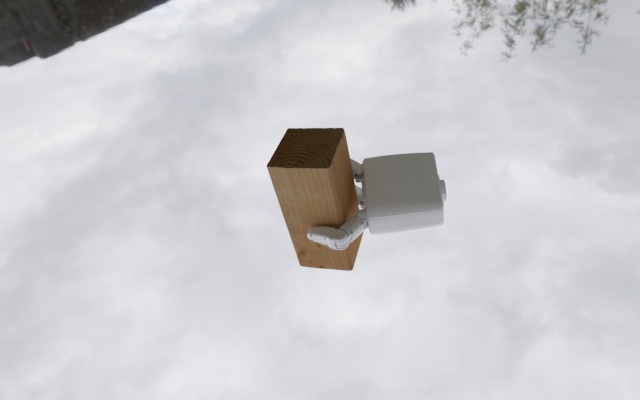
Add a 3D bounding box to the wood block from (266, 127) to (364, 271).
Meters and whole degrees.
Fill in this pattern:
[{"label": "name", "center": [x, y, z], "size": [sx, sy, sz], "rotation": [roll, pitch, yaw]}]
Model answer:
[{"label": "wood block", "center": [0.000, 0.003, 0.709], "size": [0.090, 0.206, 0.090], "rotation": [3, 44, 19]}]
